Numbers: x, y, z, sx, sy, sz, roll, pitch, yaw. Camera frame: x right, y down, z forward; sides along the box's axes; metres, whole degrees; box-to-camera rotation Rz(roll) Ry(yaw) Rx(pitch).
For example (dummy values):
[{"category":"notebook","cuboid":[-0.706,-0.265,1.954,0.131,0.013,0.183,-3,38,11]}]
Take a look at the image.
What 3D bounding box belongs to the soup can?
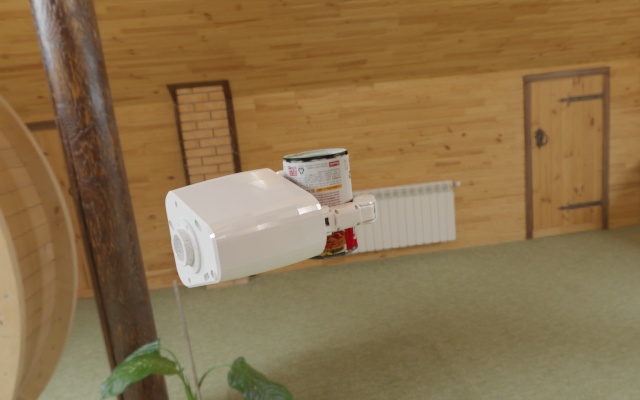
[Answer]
[{"category":"soup can","cuboid":[0.001,0.001,0.491,0.068,0.102,0.068,-6,11,1]}]
